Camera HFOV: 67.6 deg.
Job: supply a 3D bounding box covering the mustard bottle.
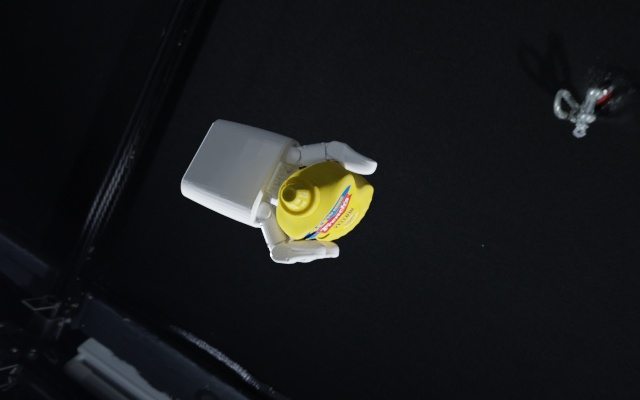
[{"bbox_3d":[0.000,0.002,0.539,0.058,0.096,0.191,45,9,17],"label":"mustard bottle"}]
